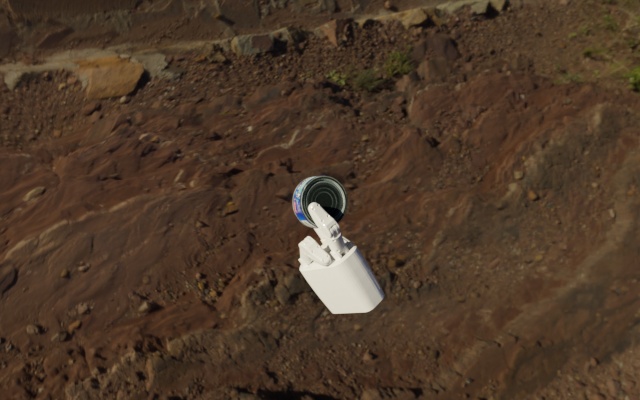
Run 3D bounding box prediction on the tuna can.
[{"bbox_3d":[0.000,0.002,0.771,0.086,0.086,0.034,0,-2,-25],"label":"tuna can"}]
